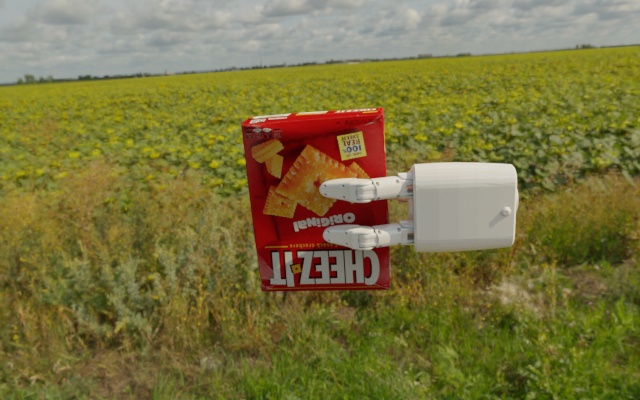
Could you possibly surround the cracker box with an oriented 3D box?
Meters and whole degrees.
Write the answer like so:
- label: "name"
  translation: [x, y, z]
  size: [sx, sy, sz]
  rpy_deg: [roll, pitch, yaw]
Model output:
- label: "cracker box"
  translation: [0.000, 0.002, 0.580]
  size: [0.164, 0.214, 0.072]
  rpy_deg: [-2, 16, 8]
